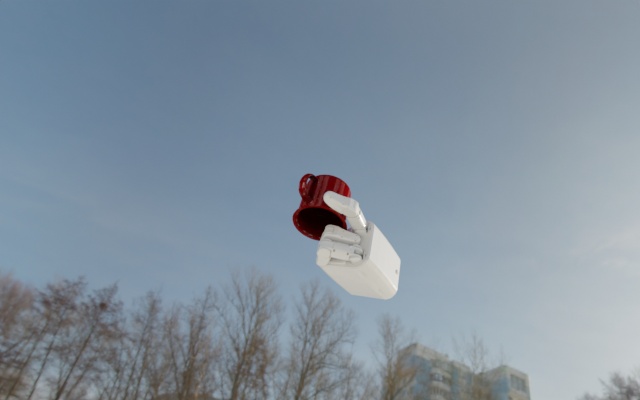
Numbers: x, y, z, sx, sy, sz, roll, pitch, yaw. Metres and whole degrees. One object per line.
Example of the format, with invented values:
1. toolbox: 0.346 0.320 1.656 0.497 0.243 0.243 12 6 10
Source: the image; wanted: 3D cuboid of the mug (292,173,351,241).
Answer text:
1. mug: -0.001 0.002 0.809 0.093 0.081 0.117 -17 -50 32
